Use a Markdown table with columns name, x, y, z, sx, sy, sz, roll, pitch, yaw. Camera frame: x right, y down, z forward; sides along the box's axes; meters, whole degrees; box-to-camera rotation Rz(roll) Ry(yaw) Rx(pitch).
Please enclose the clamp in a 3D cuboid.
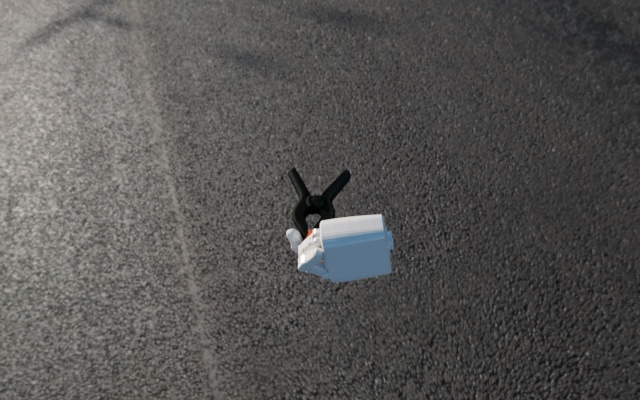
| name | x | y | z | sx | sy | sz | roll | pitch | yaw |
| --- | --- | --- | --- | --- | --- | --- | --- | --- | --- |
| clamp | 0.000 | 0.003 | 0.886 | 0.120 | 0.171 | 0.039 | -7 | -33 | 6 |
